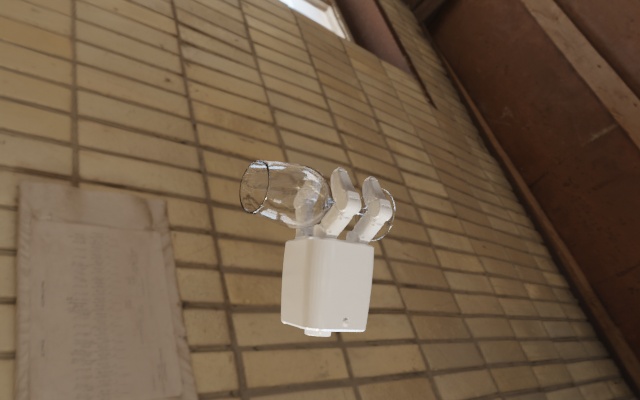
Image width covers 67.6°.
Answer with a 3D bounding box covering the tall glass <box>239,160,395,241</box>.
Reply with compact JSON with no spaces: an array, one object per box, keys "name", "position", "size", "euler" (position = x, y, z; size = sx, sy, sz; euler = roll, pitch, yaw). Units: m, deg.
[{"name":"tall glass","position":[0.001,0.002,0.600],"size":[0.201,0.079,0.079],"euler":[13,-9,-39]}]
